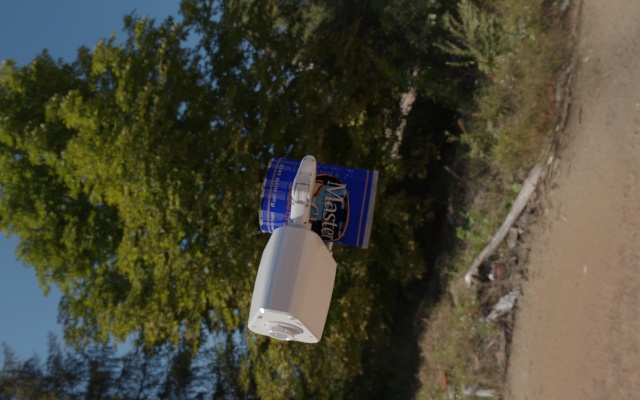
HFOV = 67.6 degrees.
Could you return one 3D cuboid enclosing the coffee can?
[{"bbox_3d":[0.000,0.002,0.630,0.140,0.103,0.103,8,1,5],"label":"coffee can"}]
